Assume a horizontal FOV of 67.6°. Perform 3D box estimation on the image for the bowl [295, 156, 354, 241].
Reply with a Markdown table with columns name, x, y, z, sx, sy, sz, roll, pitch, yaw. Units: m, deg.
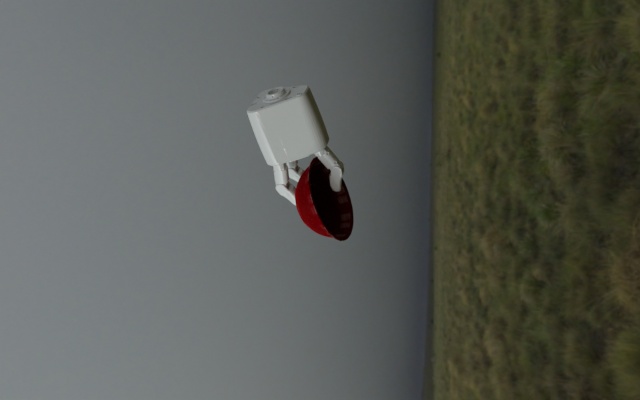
| name | x | y | z | sx | sy | sz | roll | pitch | yaw |
| --- | --- | --- | --- | --- | --- | --- | --- | --- | --- |
| bowl | 0.000 | 0.004 | 0.886 | 0.055 | 0.162 | 0.162 | -19 | -9 | 26 |
